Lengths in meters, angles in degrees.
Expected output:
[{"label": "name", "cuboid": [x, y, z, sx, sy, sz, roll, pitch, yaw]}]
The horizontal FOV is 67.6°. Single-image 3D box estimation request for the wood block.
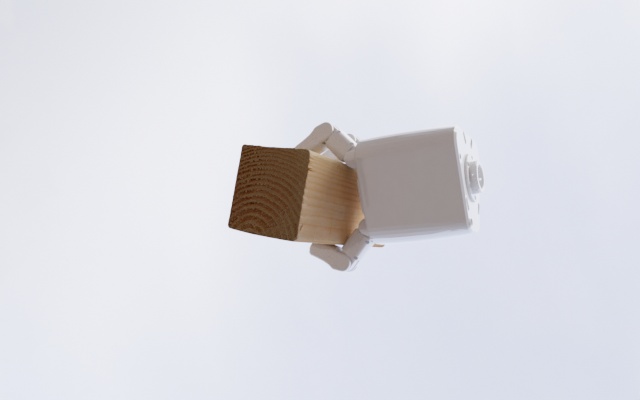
[{"label": "wood block", "cuboid": [0.000, 0.002, 0.557, 0.090, 0.091, 0.206, 8, -2, 32]}]
